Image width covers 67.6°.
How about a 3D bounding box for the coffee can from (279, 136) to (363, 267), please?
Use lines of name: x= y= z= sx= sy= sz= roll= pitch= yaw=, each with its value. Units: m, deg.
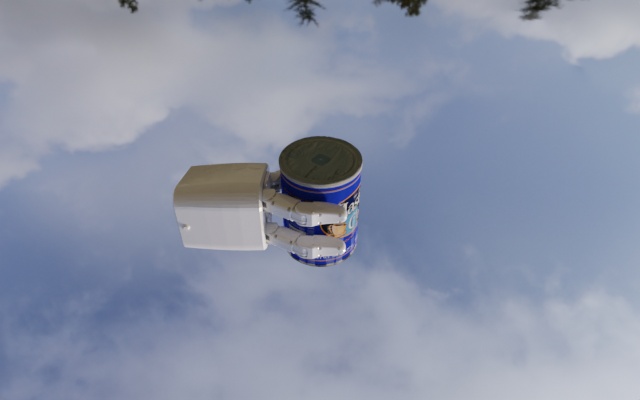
coffee can: x=0.000 y=0.002 z=0.625 sx=0.103 sy=0.140 sz=0.102 roll=0 pitch=40 yaw=0
